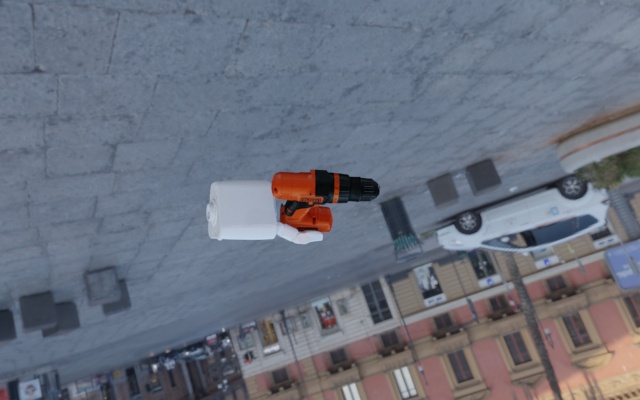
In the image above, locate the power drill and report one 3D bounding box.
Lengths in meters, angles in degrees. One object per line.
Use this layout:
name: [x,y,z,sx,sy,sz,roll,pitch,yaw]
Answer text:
power drill: [0.000,0.003,0.867,0.184,0.057,0.188,4,-24,-7]
